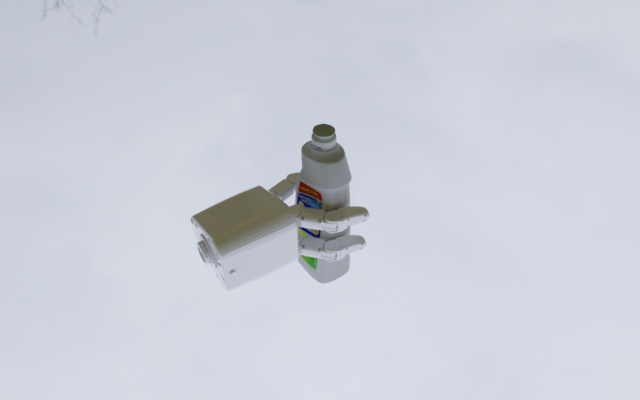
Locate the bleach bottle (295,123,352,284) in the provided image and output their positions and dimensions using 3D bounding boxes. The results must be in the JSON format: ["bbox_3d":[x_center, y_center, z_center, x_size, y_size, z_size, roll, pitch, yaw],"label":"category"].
[{"bbox_3d":[0.000,0.002,0.664,0.068,0.251,0.102,-24,48,-23],"label":"bleach bottle"}]
